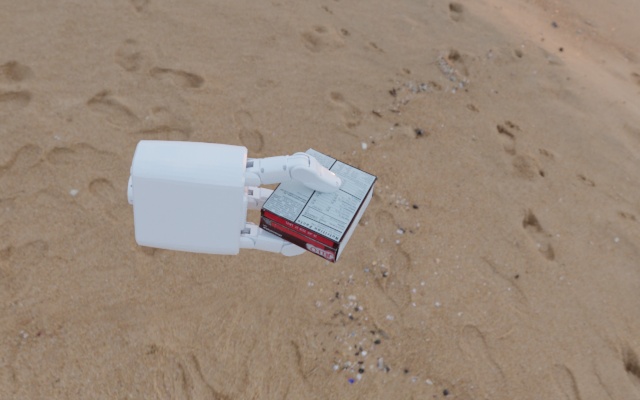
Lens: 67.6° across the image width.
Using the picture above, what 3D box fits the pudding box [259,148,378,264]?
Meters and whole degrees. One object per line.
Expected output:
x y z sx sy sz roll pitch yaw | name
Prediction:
0.000 0.002 0.512 0.090 0.113 0.039 25 -40 10 | pudding box
